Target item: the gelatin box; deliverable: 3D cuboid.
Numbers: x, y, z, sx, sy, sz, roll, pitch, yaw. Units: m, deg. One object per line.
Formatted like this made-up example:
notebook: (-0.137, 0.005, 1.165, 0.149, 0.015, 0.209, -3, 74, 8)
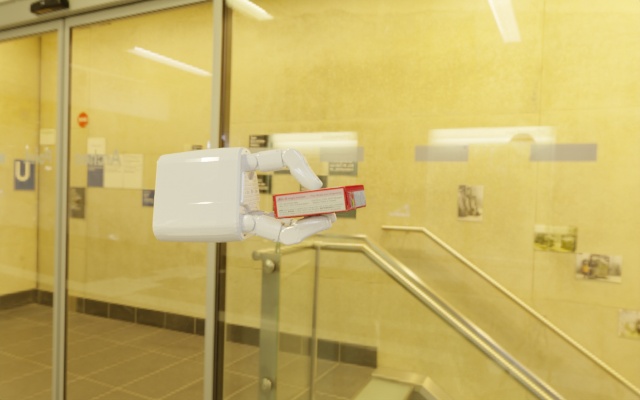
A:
gelatin box: (0.000, 0.001, 0.549, 0.089, 0.030, 0.073, -7, 0, 21)
